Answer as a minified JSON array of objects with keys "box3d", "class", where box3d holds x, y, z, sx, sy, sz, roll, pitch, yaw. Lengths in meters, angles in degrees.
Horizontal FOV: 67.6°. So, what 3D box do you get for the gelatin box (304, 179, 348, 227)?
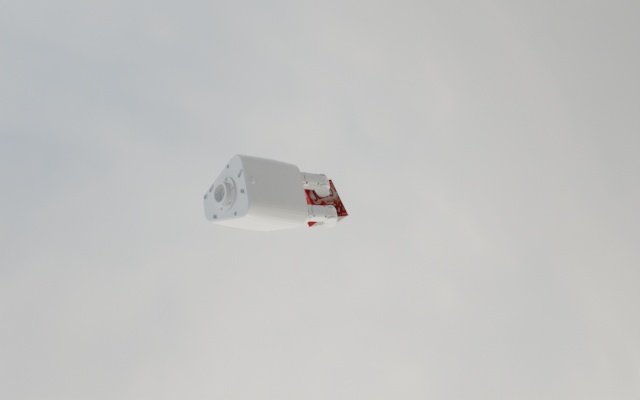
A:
[{"box3d":[0.000,0.003,0.805,0.030,0.073,0.089,-34,-17,33],"class":"gelatin box"}]
